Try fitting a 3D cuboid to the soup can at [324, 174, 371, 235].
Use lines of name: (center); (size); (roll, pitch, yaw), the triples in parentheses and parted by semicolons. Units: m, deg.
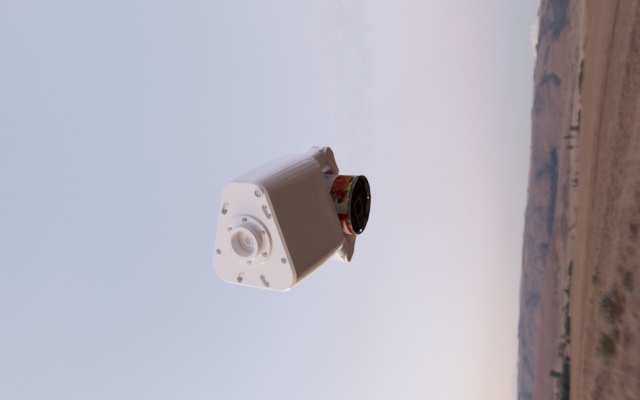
soup can: (0.000, 0.002, 0.558); (0.102, 0.068, 0.068); (4, 2, 25)
